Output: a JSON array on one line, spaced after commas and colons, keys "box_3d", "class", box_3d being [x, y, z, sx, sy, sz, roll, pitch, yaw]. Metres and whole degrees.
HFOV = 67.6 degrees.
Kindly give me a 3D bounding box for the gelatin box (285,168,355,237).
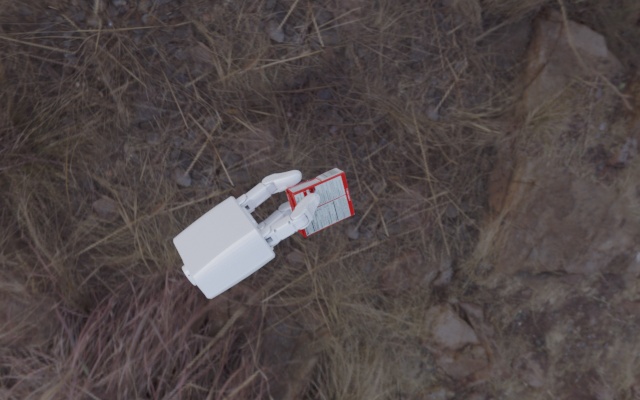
[{"box_3d": [0.001, 0.002, 0.706, 0.089, 0.073, 0.030, -24, 26, -16], "class": "gelatin box"}]
